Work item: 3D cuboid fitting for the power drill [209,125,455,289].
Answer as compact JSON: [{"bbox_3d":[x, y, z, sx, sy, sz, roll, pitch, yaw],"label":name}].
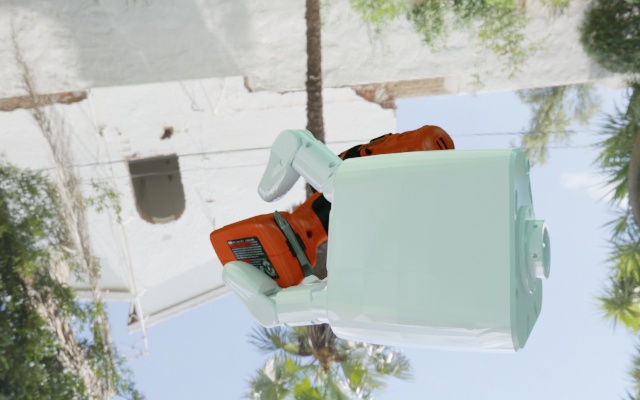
[{"bbox_3d":[0.000,0.002,0.415,0.187,0.057,0.184,-36,11,-33],"label":"power drill"}]
